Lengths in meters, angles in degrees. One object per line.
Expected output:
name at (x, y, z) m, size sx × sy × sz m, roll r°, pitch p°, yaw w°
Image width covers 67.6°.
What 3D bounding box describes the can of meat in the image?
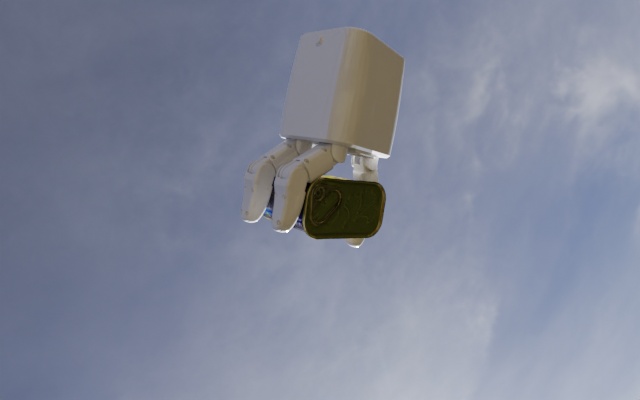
can of meat at (0.000, 0.002, 0.484) m, size 0.102 × 0.057 × 0.084 m, roll 2°, pitch 9°, yaw -40°
